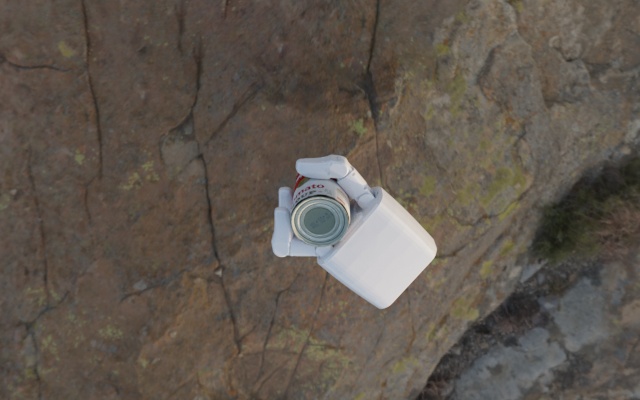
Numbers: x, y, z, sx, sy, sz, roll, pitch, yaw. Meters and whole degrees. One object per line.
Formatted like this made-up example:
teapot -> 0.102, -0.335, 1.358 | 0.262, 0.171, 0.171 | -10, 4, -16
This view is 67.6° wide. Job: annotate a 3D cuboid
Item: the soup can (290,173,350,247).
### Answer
soup can -> 0.000, 0.002, 0.569 | 0.068, 0.068, 0.102 | 0, 27, 2
